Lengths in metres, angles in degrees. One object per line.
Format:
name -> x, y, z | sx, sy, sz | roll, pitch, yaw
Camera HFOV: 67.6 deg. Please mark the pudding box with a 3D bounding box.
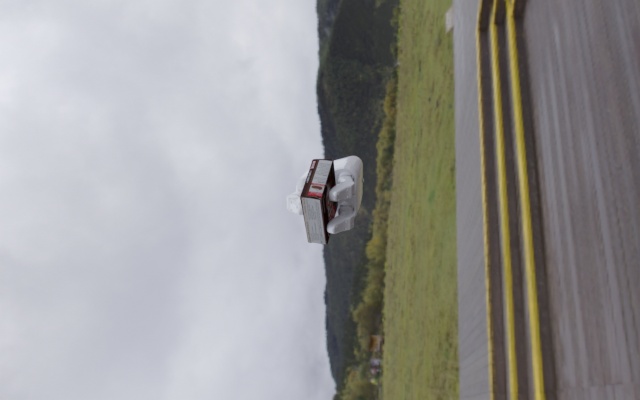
pudding box -> 0.000, 0.002, 0.771 | 0.039, 0.090, 0.114 | 4, -43, 13
